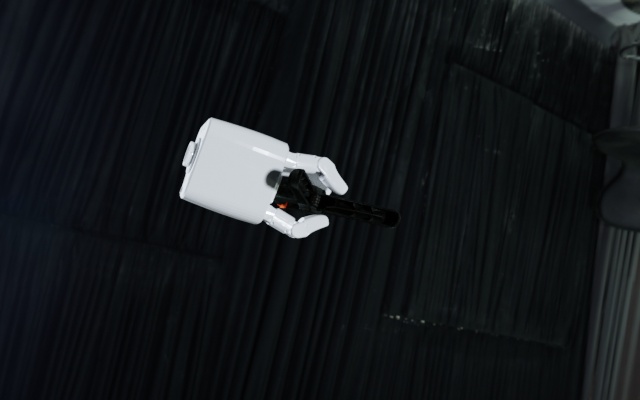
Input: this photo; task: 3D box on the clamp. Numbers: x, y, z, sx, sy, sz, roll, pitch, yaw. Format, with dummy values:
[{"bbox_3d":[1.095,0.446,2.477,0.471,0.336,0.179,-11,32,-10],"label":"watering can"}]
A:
[{"bbox_3d":[-0.001,0.003,0.663,0.164,0.036,0.210,22,-10,-21],"label":"clamp"}]
